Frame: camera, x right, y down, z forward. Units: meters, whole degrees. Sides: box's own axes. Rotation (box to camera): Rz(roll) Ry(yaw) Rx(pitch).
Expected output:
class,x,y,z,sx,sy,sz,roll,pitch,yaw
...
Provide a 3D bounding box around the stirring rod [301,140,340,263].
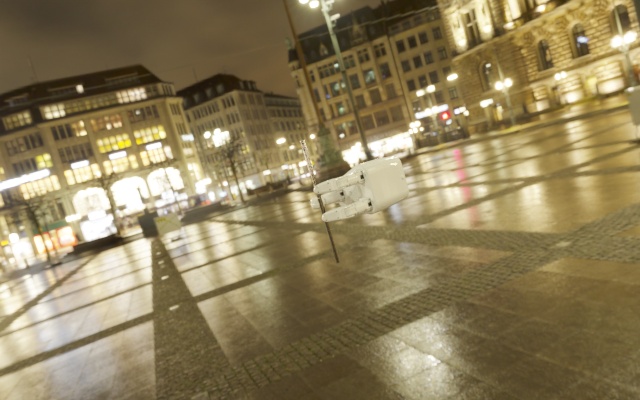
class,x,y,z,sx,sy,sz,roll,pitch,yaw
stirring rod,0.000,0.003,0.898,0.011,0.239,0.011,-16,4,1
